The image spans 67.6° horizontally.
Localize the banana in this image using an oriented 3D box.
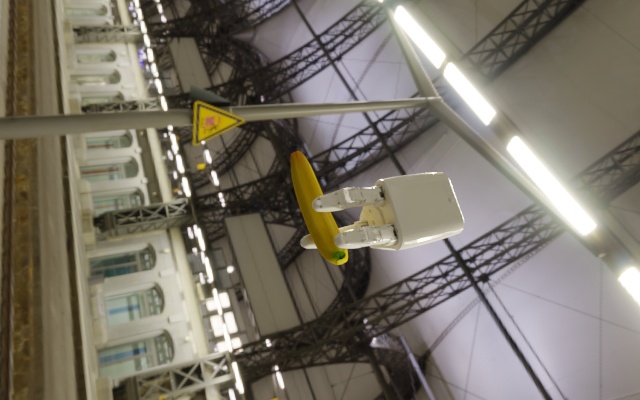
[{"bbox_3d":[-0.001,0.017,0.653,0.037,0.197,0.070,-11,-40,-18],"label":"banana"}]
